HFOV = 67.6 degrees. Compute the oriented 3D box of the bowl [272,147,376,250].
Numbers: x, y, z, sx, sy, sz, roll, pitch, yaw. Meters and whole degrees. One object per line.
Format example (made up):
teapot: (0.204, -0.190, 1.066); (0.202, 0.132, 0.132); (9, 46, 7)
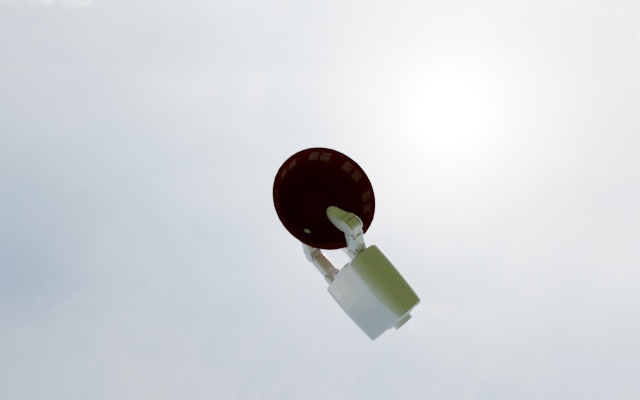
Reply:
bowl: (-0.001, 0.001, 0.730); (0.162, 0.162, 0.055); (0, -18, -19)
